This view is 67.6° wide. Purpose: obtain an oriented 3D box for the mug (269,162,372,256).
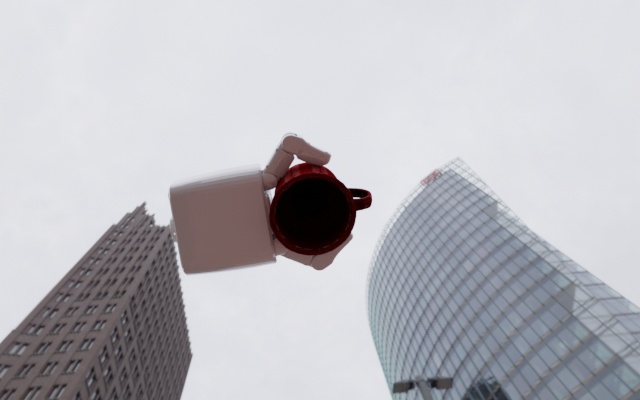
[{"bbox_3d":[0.001,0.001,0.542,0.117,0.093,0.081,-10,18,-3],"label":"mug"}]
